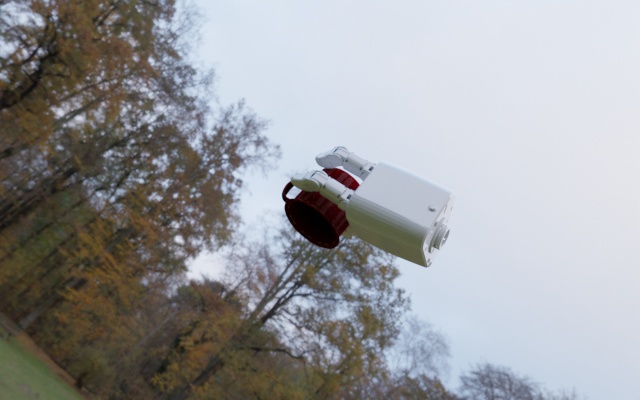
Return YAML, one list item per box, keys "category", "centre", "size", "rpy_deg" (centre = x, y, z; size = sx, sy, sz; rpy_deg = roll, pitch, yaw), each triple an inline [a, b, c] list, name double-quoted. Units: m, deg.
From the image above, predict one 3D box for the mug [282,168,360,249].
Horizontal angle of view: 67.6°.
- category: "mug"
  centre: [-0.001, 0.002, 0.677]
  size: [0.117, 0.081, 0.093]
  rpy_deg: [26, -33, 25]
